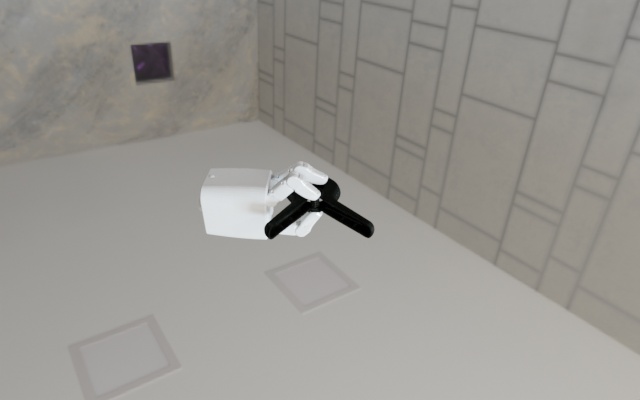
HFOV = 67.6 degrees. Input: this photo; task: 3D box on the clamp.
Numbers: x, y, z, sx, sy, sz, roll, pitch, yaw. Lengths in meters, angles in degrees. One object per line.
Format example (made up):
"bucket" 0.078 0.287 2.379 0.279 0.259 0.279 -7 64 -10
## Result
"clamp" 0.000 0.003 0.785 0.164 0.036 0.209 4 30 -1
